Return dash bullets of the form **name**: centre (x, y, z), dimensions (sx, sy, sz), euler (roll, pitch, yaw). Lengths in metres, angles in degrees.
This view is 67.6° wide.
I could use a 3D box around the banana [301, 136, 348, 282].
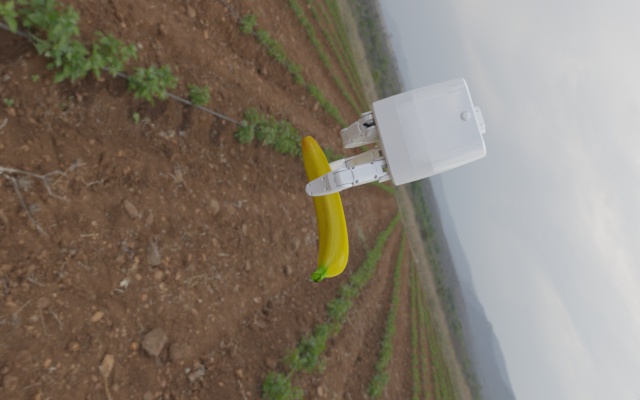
- **banana**: centre (0.007, 0.013, 0.592), dimensions (0.037, 0.197, 0.070), euler (-15, -30, 14)
